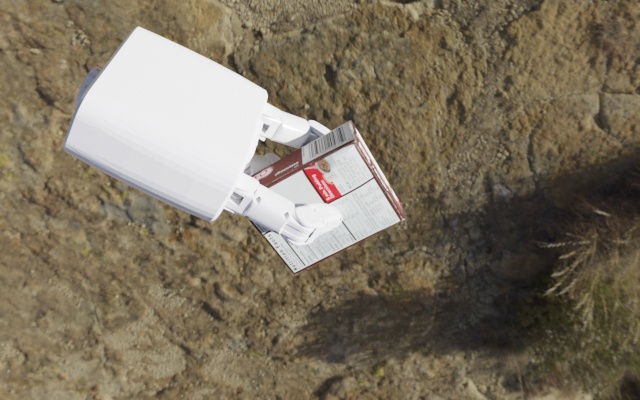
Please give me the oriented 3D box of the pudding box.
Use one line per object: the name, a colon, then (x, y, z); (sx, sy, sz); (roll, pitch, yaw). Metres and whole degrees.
pudding box: (0.000, 0.001, 0.400); (0.113, 0.090, 0.039); (-27, 30, 15)
